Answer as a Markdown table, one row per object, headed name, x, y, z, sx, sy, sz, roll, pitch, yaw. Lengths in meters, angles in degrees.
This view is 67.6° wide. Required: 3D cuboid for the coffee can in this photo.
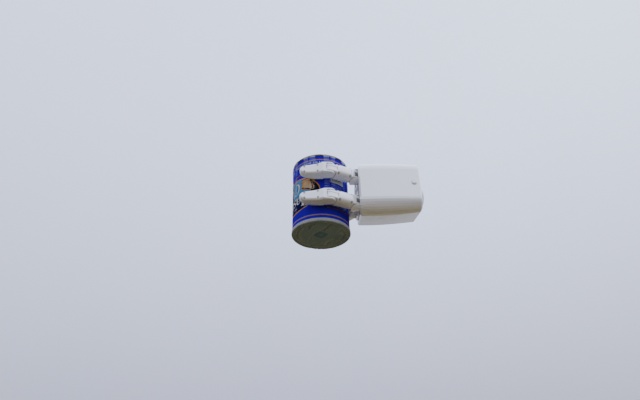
| name | x | y | z | sx | sy | sz | roll | pitch | yaw |
| --- | --- | --- | --- | --- | --- | --- | --- | --- | --- |
| coffee can | 0.000 | 0.003 | 0.862 | 0.103 | 0.140 | 0.103 | -1 | -33 | 0 |
